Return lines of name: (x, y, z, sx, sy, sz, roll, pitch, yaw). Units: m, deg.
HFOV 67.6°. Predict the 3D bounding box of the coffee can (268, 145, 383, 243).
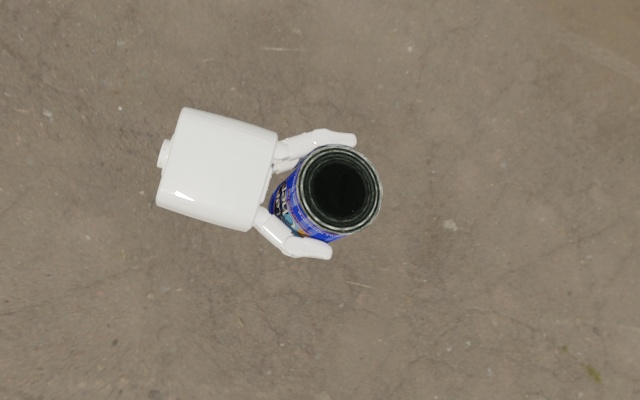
coffee can: (0.000, 0.002, 0.588, 0.103, 0.102, 0.140, 0, -12, -19)
